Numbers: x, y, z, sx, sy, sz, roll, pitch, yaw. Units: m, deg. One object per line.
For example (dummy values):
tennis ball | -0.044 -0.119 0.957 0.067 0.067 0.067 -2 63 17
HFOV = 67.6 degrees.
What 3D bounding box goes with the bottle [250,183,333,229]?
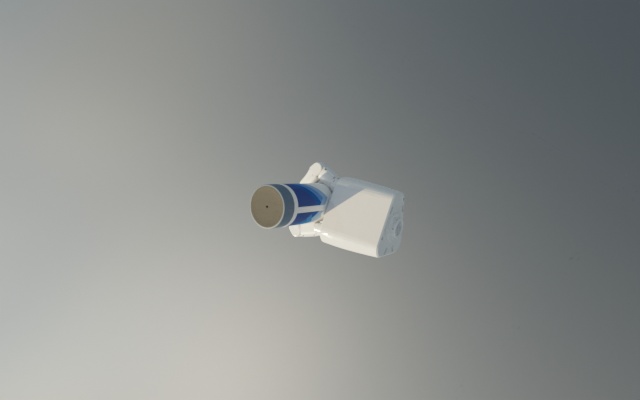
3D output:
bottle | 0.000 0.003 0.825 0.069 0.069 0.295 0 3 33
